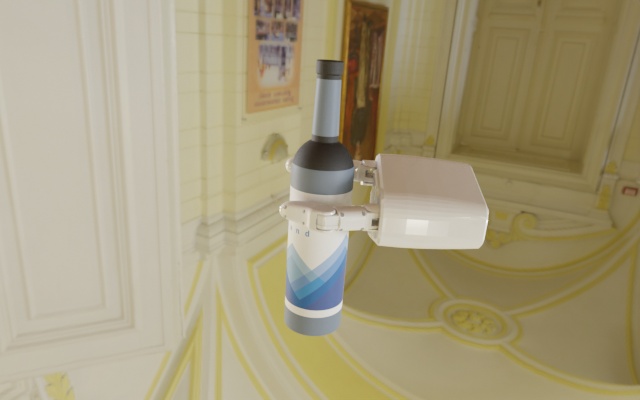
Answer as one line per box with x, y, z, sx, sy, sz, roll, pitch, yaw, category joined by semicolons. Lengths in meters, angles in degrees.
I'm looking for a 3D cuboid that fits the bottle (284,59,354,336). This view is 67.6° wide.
0.000;0.002;0.515;0.069;0.296;0.069;4;19;-1;bottle
